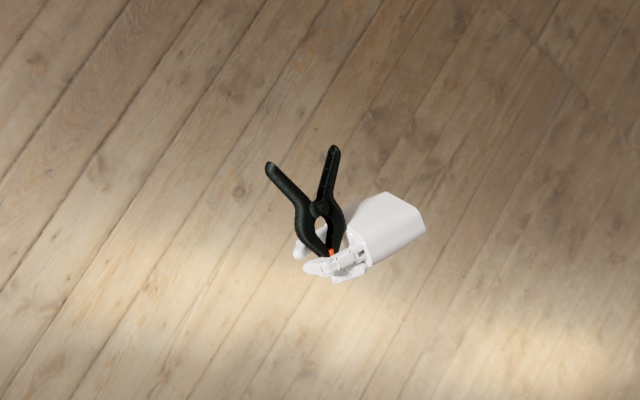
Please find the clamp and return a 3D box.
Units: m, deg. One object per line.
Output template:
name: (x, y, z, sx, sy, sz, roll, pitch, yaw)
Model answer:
clamp: (0.000, 0.003, 0.702, 0.120, 0.171, 0.039, -25, 12, -17)
